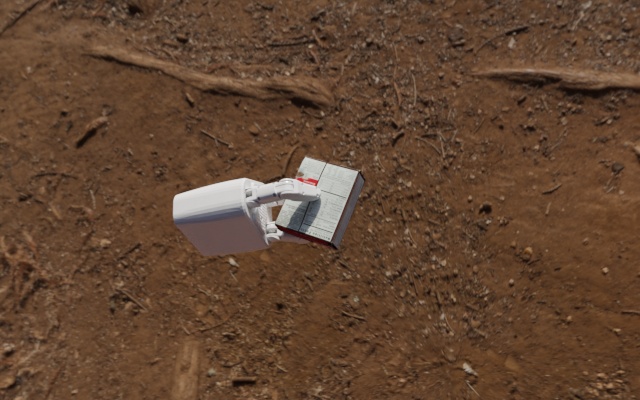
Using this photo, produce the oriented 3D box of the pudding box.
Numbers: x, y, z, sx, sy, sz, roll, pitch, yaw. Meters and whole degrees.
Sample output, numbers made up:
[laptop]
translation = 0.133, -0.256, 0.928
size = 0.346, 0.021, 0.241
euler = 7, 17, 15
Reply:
[pudding box]
translation = 0.000, 0.002, 0.661
size = 0.090, 0.113, 0.039
euler = 17, -14, 21
